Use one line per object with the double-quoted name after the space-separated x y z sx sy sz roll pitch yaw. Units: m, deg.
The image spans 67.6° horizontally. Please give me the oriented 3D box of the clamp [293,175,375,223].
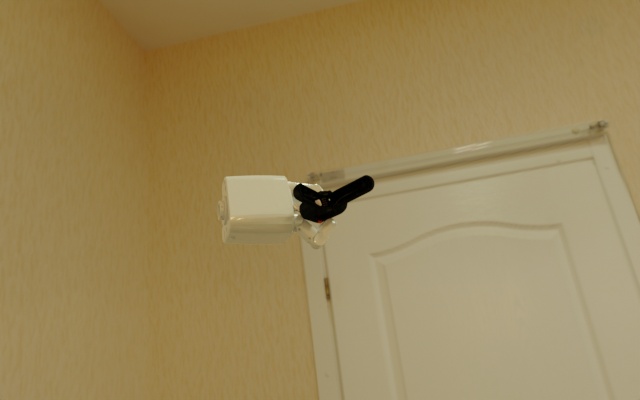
0.000 0.002 0.750 0.120 0.039 0.171 1 -21 -19 "clamp"
